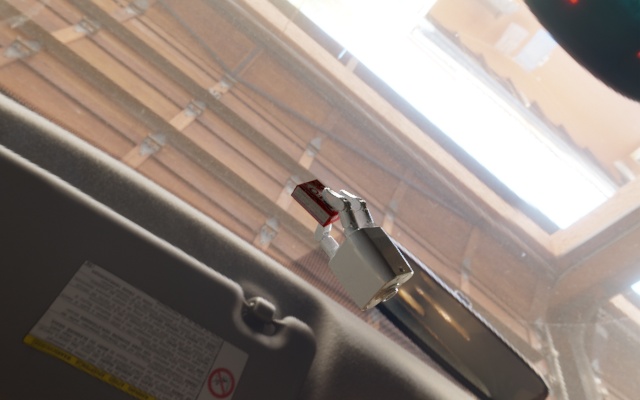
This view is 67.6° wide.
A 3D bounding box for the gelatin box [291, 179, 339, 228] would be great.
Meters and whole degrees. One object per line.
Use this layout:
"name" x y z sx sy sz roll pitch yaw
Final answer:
"gelatin box" 0.000 0.003 0.874 0.089 0.030 0.073 43 28 15
